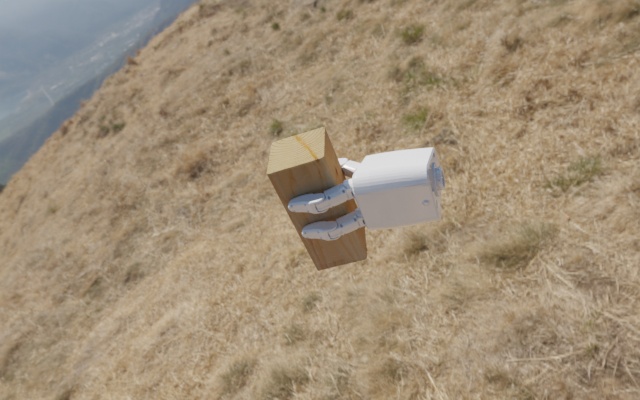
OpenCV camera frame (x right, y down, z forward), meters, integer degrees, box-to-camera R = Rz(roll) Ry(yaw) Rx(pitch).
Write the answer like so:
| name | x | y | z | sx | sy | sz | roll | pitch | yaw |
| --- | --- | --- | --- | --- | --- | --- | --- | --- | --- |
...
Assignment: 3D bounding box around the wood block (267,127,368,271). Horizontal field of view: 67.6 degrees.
| name | x | y | z | sx | sy | sz | roll | pitch | yaw |
| --- | --- | --- | --- | --- | --- | --- | --- | --- | --- |
| wood block | 0.000 | 0.002 | 0.755 | 0.090 | 0.206 | 0.090 | -16 | 36 | 13 |
